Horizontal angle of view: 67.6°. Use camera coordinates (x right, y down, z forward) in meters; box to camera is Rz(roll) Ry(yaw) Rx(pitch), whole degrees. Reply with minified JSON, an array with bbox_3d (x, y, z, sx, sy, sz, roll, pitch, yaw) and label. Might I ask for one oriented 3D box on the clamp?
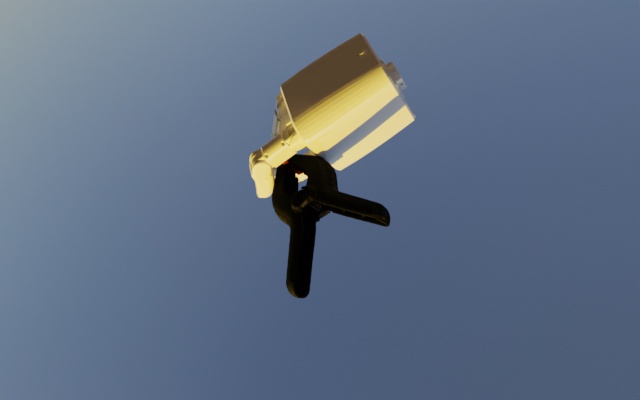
[{"bbox_3d":[0.000,0.002,0.485,0.120,0.171,0.039,-32,-41,15],"label":"clamp"}]
